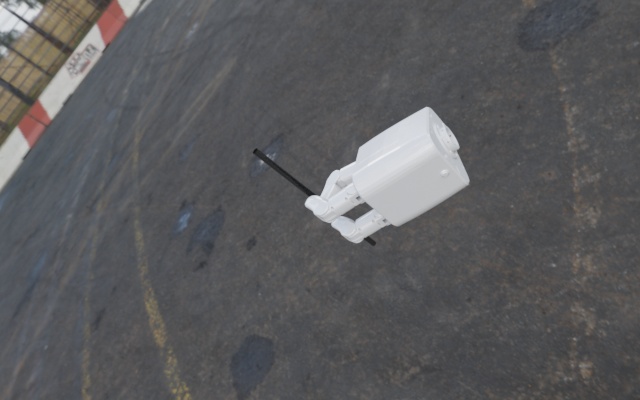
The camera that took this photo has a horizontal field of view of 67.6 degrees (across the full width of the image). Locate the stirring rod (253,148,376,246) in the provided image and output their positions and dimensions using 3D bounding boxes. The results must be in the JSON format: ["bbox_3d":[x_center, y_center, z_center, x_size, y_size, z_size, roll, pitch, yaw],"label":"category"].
[{"bbox_3d":[0.000,0.002,0.645,0.240,0.011,0.011,38,-23,-33],"label":"stirring rod"}]
